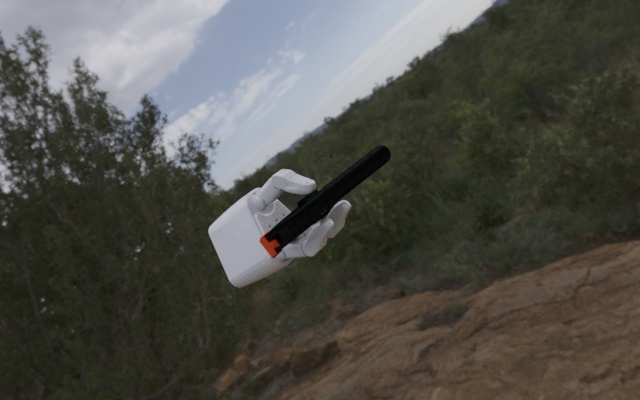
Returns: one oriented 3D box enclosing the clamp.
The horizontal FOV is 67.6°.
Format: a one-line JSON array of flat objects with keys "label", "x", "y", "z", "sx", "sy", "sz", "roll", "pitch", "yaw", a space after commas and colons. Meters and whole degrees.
[{"label": "clamp", "x": -0.001, "y": 0.002, "z": 0.618, "sx": 0.165, "sy": 0.036, "sz": 0.210, "roll": -36, "pitch": 4, "yaw": 38}]
